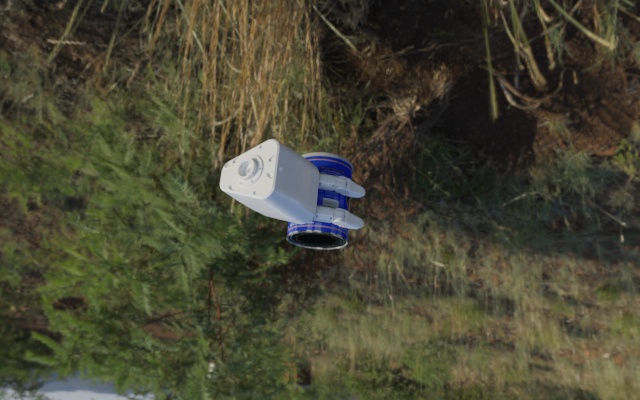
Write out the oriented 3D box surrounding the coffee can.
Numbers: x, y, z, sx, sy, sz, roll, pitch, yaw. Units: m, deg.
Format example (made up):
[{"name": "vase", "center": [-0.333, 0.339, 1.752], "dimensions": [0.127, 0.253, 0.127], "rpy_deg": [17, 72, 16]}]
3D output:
[{"name": "coffee can", "center": [0.000, 0.003, 0.813], "dimensions": [0.103, 0.140, 0.103], "rpy_deg": [4, -20, 2]}]
